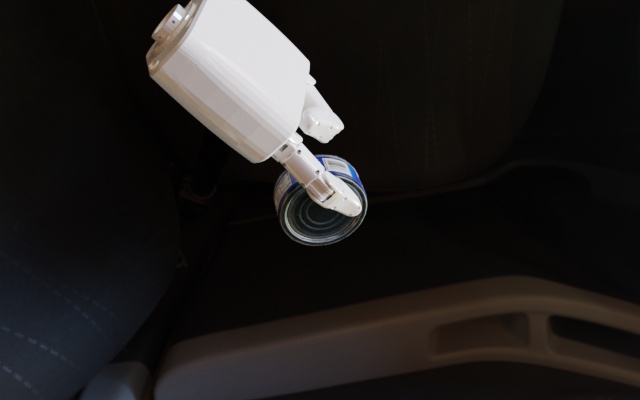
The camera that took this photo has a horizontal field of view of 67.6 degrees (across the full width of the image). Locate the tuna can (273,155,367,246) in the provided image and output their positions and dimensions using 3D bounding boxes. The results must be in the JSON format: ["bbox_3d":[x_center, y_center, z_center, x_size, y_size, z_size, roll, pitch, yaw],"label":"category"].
[{"bbox_3d":[0.000,0.002,0.451,0.086,0.086,0.033,0,37,-15],"label":"tuna can"}]
